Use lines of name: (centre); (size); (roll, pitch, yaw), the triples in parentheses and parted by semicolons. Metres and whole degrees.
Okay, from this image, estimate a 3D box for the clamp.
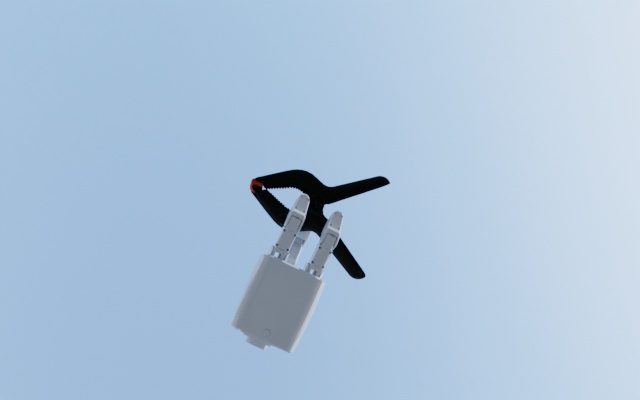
clamp: (-0.001, 0.002, 0.713); (0.210, 0.164, 0.036); (26, -19, -6)
